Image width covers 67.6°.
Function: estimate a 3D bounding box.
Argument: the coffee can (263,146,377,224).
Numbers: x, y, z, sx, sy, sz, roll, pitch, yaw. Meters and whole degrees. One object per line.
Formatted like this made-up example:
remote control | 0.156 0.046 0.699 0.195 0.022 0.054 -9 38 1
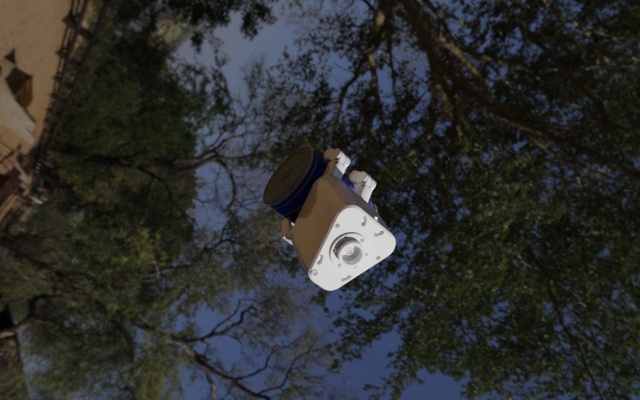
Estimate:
coffee can | 0.000 0.002 0.712 0.140 0.102 0.103 39 -18 -24
